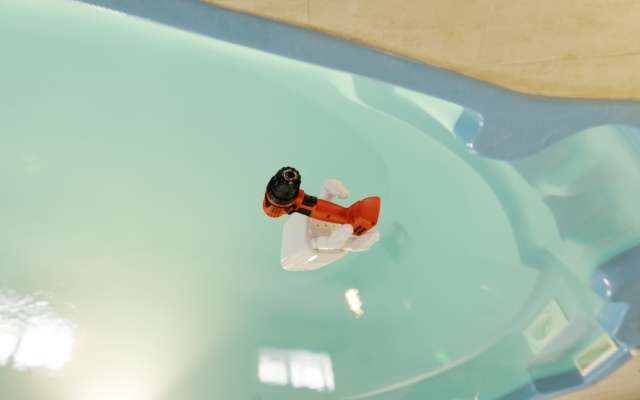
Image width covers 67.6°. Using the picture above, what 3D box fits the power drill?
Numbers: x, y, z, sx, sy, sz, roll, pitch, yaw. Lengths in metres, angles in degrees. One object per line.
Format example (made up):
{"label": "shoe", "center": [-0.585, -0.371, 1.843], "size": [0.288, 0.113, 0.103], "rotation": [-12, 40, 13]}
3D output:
{"label": "power drill", "center": [0.000, 0.003, 0.793], "size": [0.187, 0.057, 0.184], "rotation": [15, -17, -9]}
